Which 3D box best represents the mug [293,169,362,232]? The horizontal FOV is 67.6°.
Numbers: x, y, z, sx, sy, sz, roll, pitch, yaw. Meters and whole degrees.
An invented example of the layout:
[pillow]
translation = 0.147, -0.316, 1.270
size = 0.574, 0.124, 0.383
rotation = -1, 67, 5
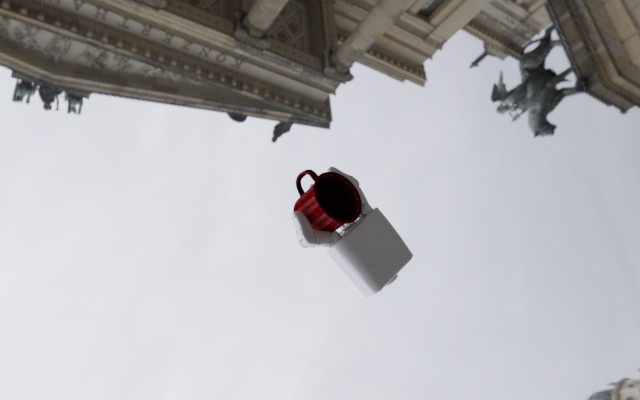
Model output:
[mug]
translation = -0.001, 0.002, 0.789
size = 0.093, 0.117, 0.081
rotation = -38, -2, -44
